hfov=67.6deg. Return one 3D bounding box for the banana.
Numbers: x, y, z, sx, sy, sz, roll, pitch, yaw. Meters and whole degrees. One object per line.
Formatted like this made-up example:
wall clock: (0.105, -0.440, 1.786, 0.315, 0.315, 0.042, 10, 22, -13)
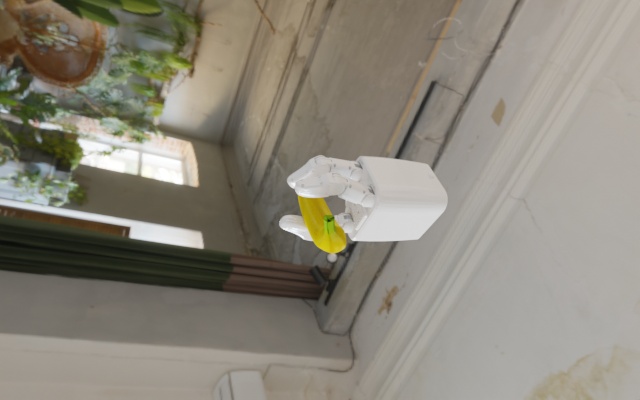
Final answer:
banana: (0.002, 0.021, 0.615, 0.037, 0.070, 0.197, -6, 18, -12)
